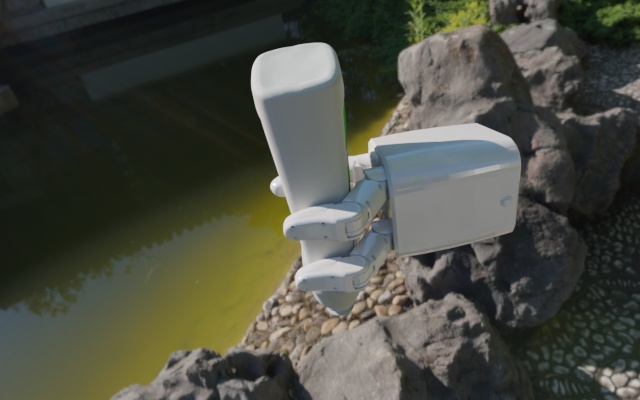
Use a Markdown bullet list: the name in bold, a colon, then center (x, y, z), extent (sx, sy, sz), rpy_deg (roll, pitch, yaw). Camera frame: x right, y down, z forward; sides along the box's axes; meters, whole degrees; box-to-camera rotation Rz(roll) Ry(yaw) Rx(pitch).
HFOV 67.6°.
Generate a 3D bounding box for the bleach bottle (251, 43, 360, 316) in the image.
- **bleach bottle**: center (0.000, 0.001, 0.422), extent (0.068, 0.251, 0.102), rpy_deg (-10, 35, 2)
